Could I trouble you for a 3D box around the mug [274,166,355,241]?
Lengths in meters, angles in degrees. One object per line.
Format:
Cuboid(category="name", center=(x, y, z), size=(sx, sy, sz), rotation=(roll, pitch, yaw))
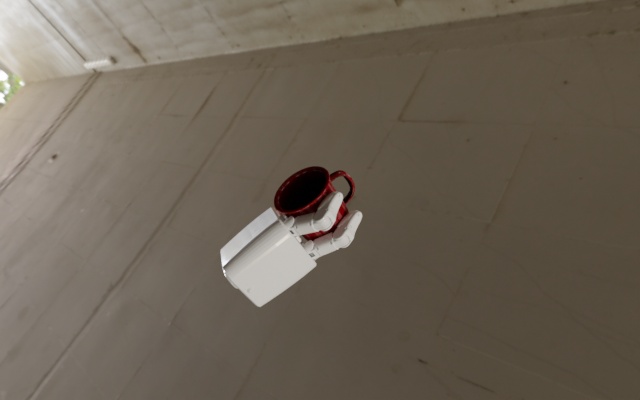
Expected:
Cuboid(category="mug", center=(0.001, 0.002, 0.714), size=(0.117, 0.081, 0.093), rotation=(-37, 35, -3))
